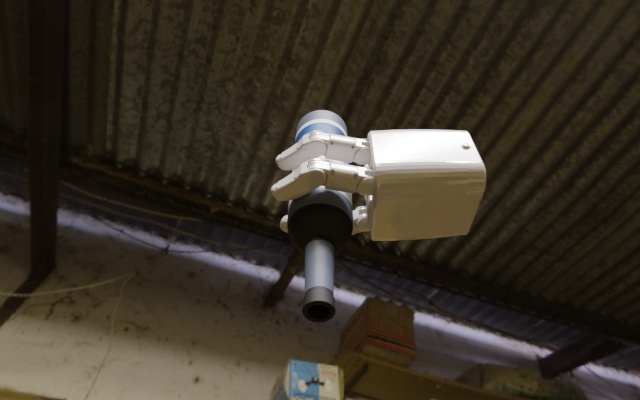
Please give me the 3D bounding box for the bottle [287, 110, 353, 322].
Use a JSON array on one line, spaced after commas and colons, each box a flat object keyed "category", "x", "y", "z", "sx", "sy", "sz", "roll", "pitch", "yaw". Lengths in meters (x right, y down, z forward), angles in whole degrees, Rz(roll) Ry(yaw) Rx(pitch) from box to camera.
[{"category": "bottle", "x": 0.000, "y": 0.002, "z": 0.507, "sx": 0.069, "sy": 0.069, "sz": 0.295, "roll": 0, "pitch": 38, "yaw": 1}]
